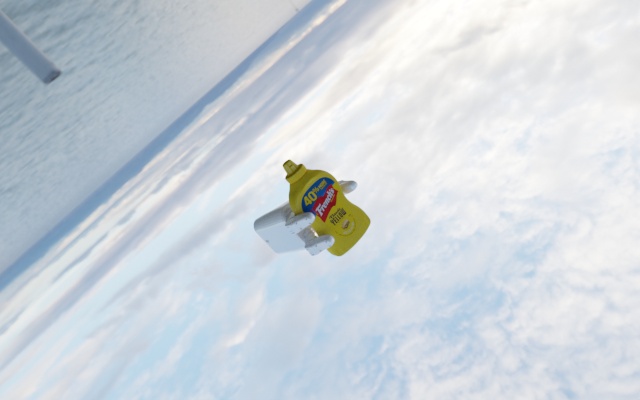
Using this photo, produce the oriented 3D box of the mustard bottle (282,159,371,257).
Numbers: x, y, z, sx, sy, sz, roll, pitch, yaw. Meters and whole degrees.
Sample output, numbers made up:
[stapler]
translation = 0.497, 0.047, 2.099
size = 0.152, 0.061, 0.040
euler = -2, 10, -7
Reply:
[mustard bottle]
translation = 0.000, 0.003, 0.848
size = 0.096, 0.192, 0.058
euler = -46, 19, -14
